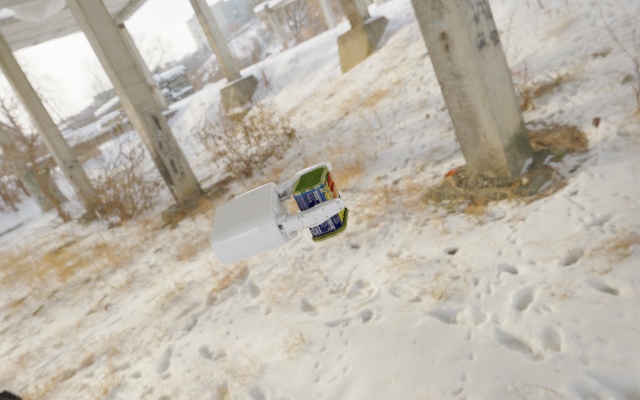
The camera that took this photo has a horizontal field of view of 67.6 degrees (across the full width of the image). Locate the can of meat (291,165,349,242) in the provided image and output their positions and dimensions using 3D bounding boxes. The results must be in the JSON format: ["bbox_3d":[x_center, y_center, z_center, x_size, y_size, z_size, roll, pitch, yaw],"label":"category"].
[{"bbox_3d":[0.000,0.002,0.735,0.057,0.084,0.102,-21,17,14],"label":"can of meat"}]
